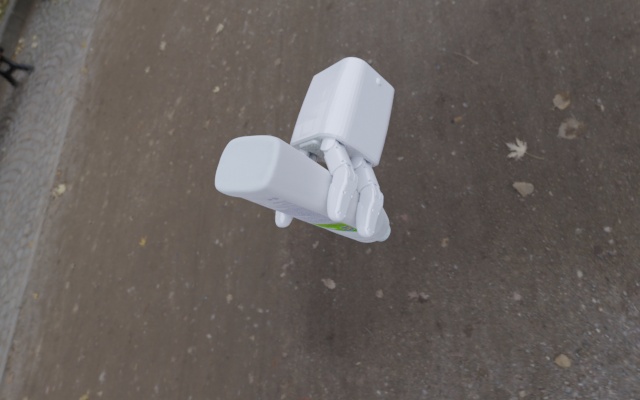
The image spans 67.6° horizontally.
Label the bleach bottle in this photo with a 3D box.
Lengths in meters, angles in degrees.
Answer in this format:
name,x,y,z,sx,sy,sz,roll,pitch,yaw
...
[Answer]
name,x,y,z,sx,sy,sz,roll,pitch,yaw
bleach bottle,0.000,0.002,0.591,0.102,0.068,0.251,3,-17,43
